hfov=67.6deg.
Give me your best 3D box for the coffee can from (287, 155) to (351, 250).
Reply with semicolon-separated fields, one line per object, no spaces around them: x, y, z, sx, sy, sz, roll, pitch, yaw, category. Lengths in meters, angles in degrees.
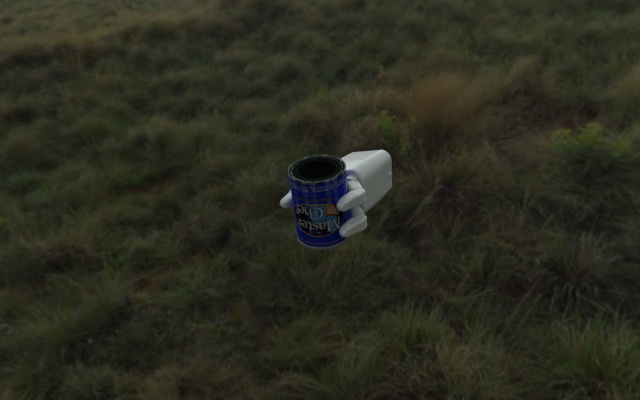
0.000;0.003;0.859;0.103;0.140;0.102;-5;32;3;coffee can
